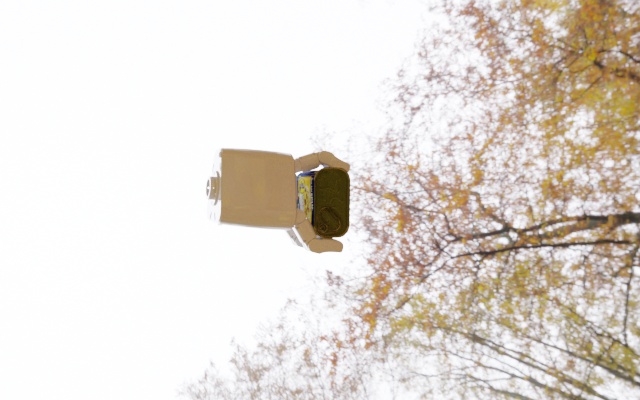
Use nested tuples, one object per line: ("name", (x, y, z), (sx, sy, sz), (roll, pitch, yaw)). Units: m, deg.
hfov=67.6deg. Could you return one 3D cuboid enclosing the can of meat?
("can of meat", (0.000, 0.002, 0.721), (0.057, 0.102, 0.084), (0, 2, -25))
